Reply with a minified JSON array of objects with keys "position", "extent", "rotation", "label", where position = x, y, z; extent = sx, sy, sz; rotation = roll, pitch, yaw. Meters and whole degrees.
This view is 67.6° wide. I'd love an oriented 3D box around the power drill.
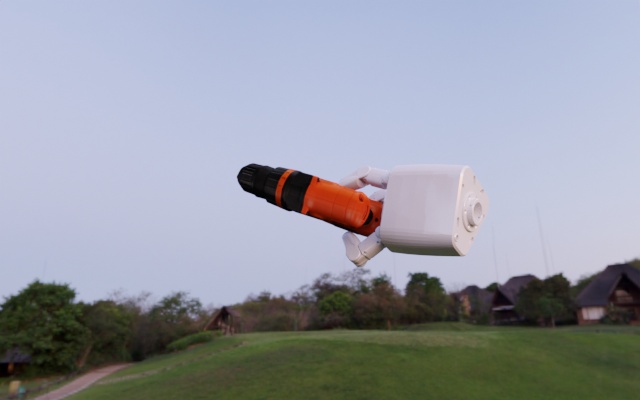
[{"position":[0.001,0.002,0.655],"extent":[0.184,0.057,0.188],"rotation":[19,0,26],"label":"power drill"}]
